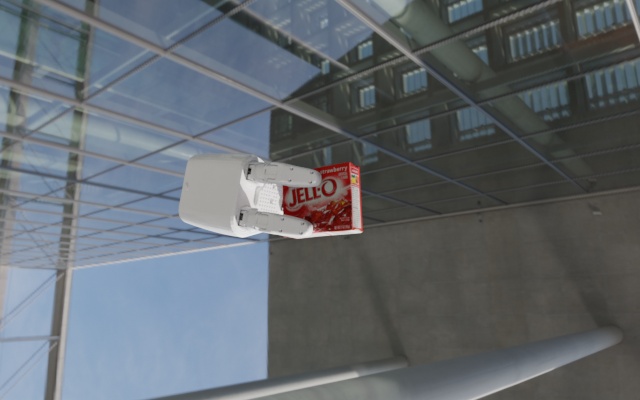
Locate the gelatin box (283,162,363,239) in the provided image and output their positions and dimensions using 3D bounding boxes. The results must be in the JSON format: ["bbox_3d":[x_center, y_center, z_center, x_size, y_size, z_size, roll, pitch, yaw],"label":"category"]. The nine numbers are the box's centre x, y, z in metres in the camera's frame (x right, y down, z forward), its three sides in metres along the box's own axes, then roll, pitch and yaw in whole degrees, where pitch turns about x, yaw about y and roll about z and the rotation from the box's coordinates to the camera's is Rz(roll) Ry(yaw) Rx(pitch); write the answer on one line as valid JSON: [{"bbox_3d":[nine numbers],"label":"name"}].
[{"bbox_3d":[0.001,0.002,0.525,0.089,0.073,0.030,-8,-12,29],"label":"gelatin box"}]
